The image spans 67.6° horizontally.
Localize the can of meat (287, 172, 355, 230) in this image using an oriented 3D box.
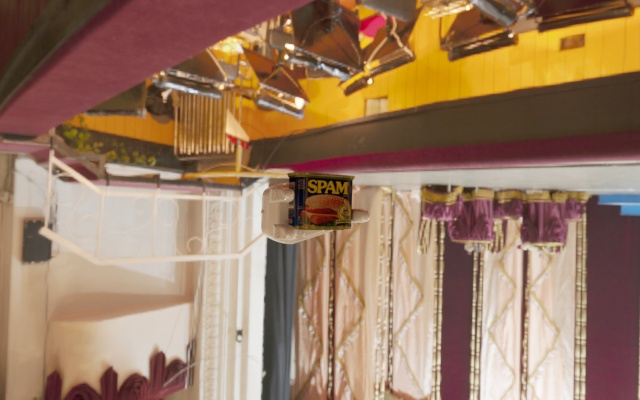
[{"bbox_3d":[0.000,0.003,0.726,0.102,0.084,0.057,2,-1,-28],"label":"can of meat"}]
